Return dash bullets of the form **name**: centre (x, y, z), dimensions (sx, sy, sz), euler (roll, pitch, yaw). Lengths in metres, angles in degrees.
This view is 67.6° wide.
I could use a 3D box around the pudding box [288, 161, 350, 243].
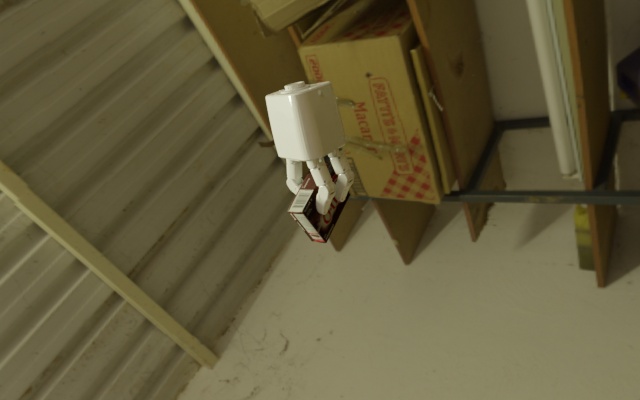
- **pudding box**: centre (0.000, 0.003, 0.828), dimensions (0.039, 0.113, 0.090), euler (5, -36, 39)
